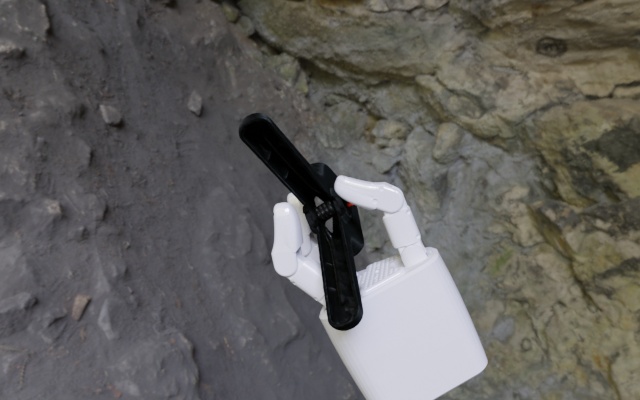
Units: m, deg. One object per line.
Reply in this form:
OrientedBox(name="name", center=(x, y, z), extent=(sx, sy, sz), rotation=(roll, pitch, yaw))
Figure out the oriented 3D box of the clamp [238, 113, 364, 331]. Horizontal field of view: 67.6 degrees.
OrientedBox(name="clamp", center=(0.001, 0.001, 0.416), extent=(0.036, 0.164, 0.210), rotation=(-26, 4, 13))
